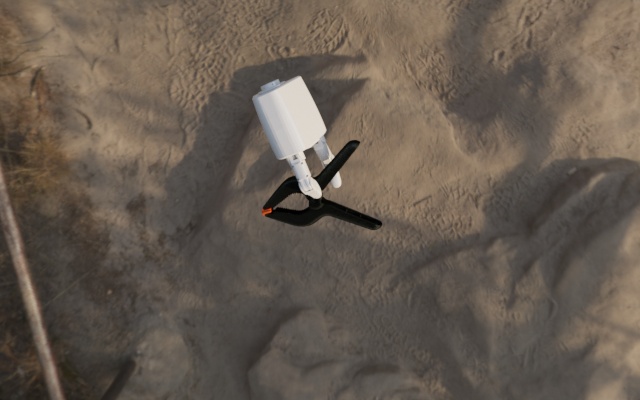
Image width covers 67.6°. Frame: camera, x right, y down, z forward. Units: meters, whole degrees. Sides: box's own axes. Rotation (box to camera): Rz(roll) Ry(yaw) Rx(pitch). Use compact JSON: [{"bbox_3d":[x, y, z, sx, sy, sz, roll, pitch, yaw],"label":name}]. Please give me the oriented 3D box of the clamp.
[{"bbox_3d":[-0.001,0.003,0.844,0.210,0.164,0.036,-20,14,14],"label":"clamp"}]
